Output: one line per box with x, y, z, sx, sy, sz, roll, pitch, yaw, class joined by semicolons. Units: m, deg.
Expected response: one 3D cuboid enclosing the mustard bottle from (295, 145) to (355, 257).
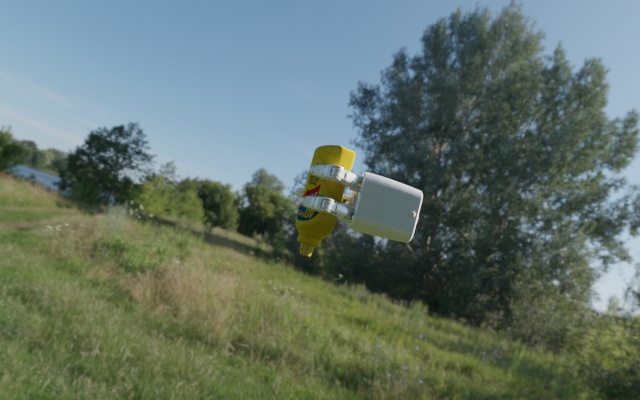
0.000;0.002;0.824;0.058;0.191;0.096;20;-9;-30;mustard bottle
